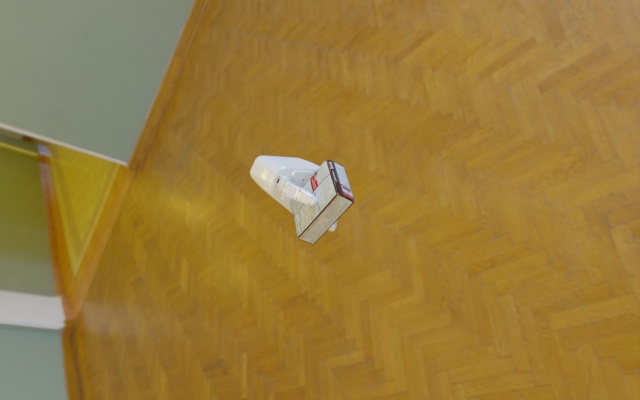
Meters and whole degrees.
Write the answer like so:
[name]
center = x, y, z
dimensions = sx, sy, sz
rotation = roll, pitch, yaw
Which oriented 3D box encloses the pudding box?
[pudding box]
center = 0.000, 0.002, 0.777
dimensions = 0.039, 0.090, 0.113
rotation = 21, -55, -31
